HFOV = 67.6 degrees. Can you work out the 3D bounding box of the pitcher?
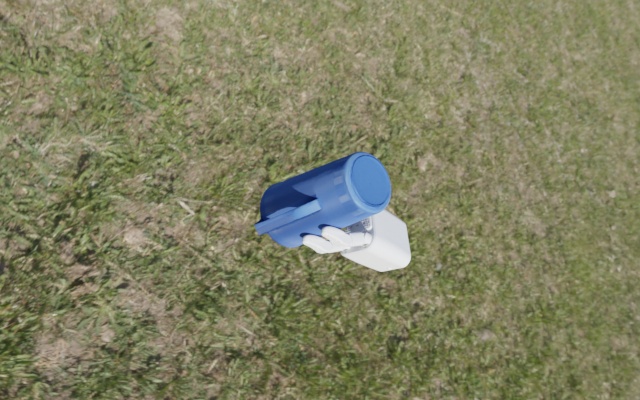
[{"bbox_3d":[0.000,0.003,0.863,0.145,0.149,0.243,31,-33,-29],"label":"pitcher"}]
